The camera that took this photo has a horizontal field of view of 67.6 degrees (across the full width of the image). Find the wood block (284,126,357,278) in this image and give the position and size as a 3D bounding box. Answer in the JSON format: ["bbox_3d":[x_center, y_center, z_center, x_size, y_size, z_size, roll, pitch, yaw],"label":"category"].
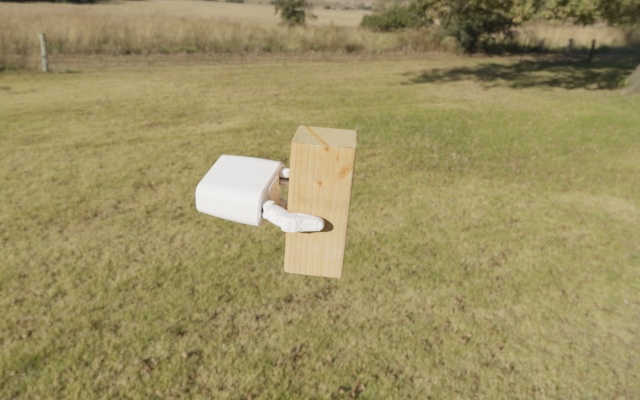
[{"bbox_3d":[0.000,0.002,0.719,0.090,0.206,0.090,6,24,3],"label":"wood block"}]
